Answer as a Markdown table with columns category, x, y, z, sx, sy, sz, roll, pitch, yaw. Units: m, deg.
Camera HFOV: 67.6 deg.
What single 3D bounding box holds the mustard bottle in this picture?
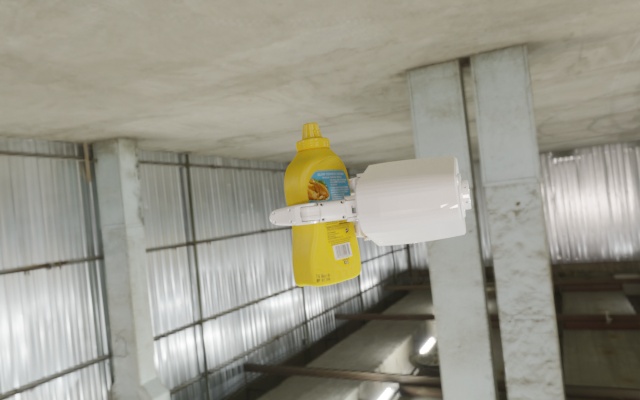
| category | x | y | z | sx | sy | sz | roll | pitch | yaw |
| --- | --- | --- | --- | --- | --- | --- | --- | --- | --- |
| mustard bottle | 0.000 | 0.002 | 0.576 | 0.058 | 0.191 | 0.096 | -8 | -2 | 42 |
